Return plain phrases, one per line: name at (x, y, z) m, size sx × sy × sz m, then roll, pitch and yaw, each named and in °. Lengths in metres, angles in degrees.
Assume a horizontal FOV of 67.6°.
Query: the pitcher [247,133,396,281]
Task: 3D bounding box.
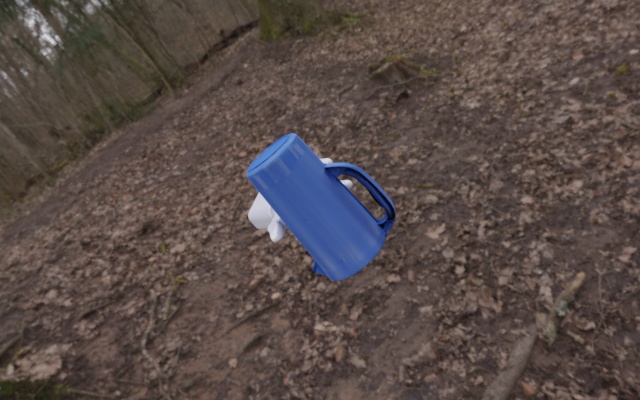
pitcher at (0.000, 0.003, 0.806) m, size 0.149 × 0.243 × 0.145 m, roll -49°, pitch 18°, yaw -25°
